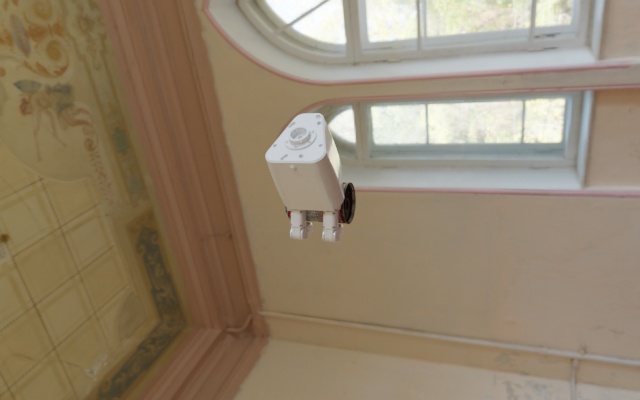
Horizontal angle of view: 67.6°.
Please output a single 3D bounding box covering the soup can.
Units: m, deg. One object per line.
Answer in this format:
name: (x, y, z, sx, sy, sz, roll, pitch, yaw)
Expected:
soup can: (0.000, 0.003, 0.789, 0.102, 0.068, 0.068, 2, 1, 20)
